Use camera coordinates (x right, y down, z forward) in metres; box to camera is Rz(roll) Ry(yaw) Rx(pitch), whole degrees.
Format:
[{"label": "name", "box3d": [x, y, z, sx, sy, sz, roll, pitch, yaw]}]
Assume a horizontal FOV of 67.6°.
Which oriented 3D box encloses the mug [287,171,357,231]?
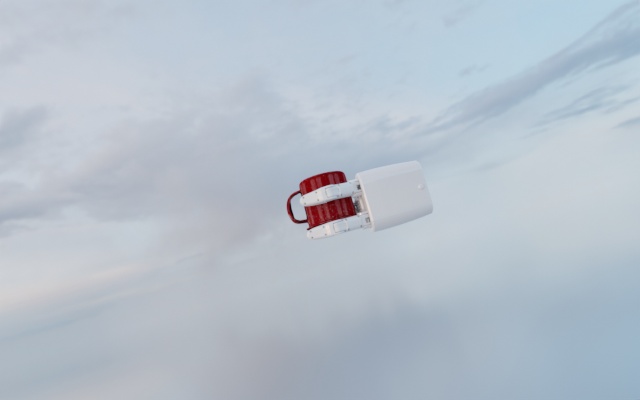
[{"label": "mug", "box3d": [-0.001, 0.003, 0.803, 0.117, 0.081, 0.093, -14, -8, -7]}]
